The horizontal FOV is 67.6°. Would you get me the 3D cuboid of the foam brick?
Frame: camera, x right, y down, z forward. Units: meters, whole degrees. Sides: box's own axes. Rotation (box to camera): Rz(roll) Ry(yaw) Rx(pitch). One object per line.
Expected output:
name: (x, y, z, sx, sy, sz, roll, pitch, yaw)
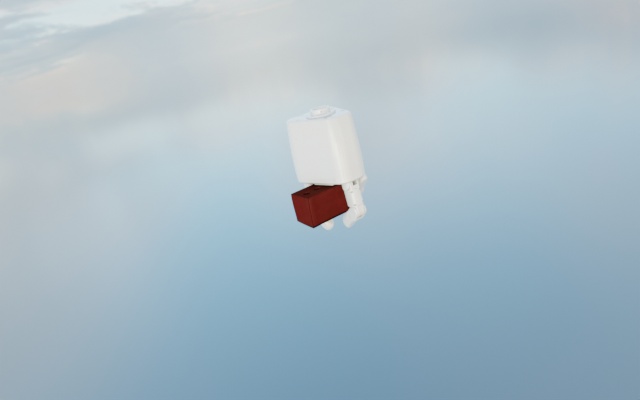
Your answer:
foam brick: (0.000, 0.003, 0.779, 0.078, 0.051, 0.053, -25, 24, -29)
